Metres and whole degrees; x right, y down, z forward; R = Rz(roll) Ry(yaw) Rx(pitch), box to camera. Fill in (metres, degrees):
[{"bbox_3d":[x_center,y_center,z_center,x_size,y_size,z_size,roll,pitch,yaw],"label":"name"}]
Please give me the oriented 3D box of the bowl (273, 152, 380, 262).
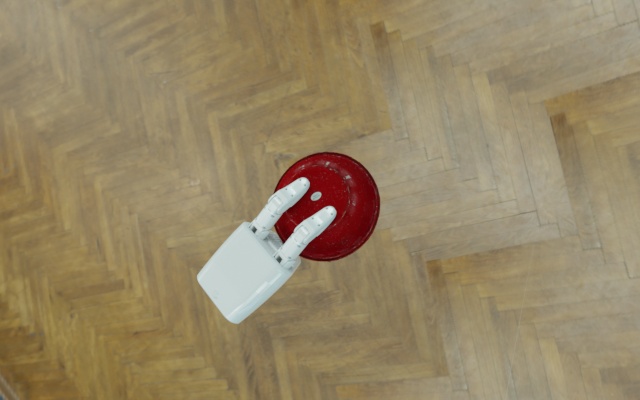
[{"bbox_3d":[0.001,0.001,0.664,0.162,0.162,0.055,0,-12,13],"label":"bowl"}]
